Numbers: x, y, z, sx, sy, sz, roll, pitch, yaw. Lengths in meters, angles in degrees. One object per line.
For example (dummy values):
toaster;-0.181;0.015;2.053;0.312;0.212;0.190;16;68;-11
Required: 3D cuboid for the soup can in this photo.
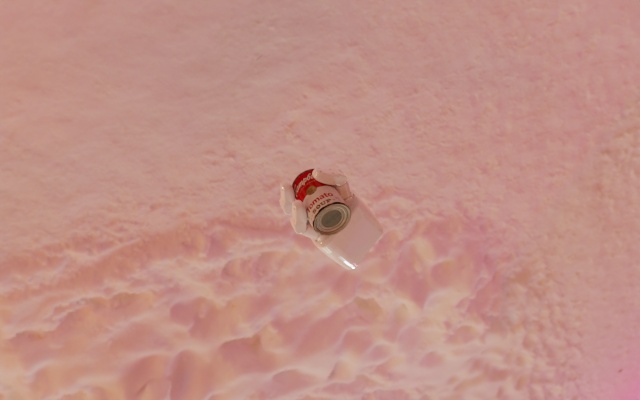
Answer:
soup can;0.000;0.002;0.791;0.068;0.068;0.102;0;35;-28
